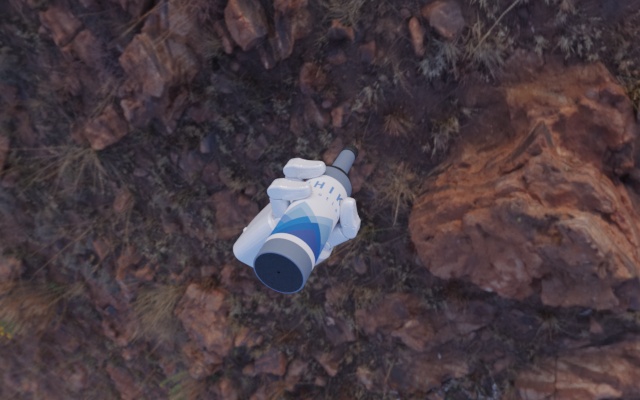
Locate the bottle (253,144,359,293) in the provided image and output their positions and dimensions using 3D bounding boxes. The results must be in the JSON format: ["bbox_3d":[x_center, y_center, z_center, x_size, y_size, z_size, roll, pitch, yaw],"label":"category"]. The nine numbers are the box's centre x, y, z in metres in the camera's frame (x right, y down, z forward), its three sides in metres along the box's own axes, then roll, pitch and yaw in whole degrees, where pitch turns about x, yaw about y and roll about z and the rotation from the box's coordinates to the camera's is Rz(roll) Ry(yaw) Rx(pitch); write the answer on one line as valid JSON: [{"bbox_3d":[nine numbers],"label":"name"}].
[{"bbox_3d":[0.000,0.002,0.668,0.069,0.069,0.295,0,34,24],"label":"bottle"}]
